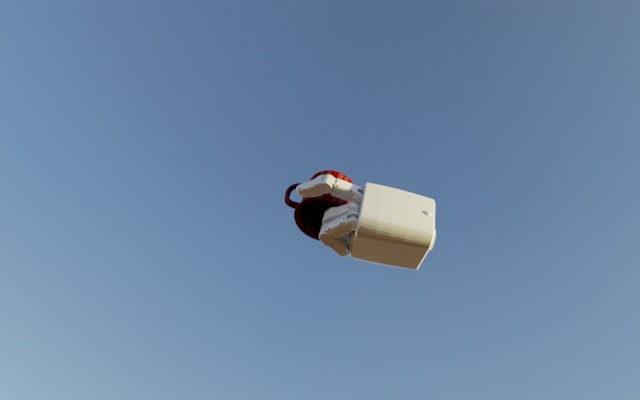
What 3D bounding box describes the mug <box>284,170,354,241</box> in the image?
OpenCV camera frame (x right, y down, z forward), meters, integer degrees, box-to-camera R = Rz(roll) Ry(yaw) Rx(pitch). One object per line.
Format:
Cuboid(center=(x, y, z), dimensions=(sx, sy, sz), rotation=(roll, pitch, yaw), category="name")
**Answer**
Cuboid(center=(-0.001, 0.002, 0.769), dimensions=(0.117, 0.093, 0.081), rotation=(14, 42, 3), category="mug")
